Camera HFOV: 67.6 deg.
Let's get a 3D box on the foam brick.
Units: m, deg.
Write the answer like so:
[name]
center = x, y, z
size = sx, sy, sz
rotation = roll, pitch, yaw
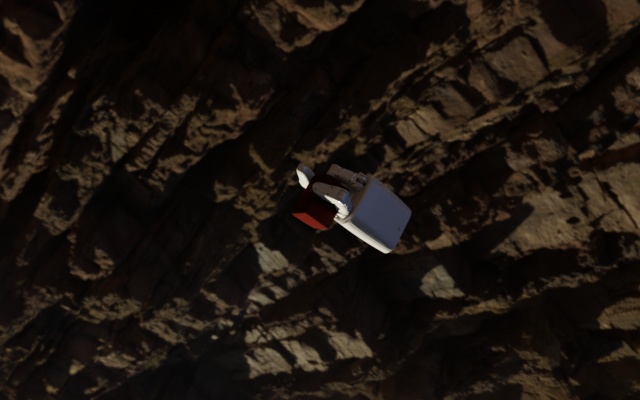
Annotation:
[foam brick]
center = 0.000, 0.003, 0.788
size = 0.051, 0.078, 0.053
rotation = 37, -18, -24
